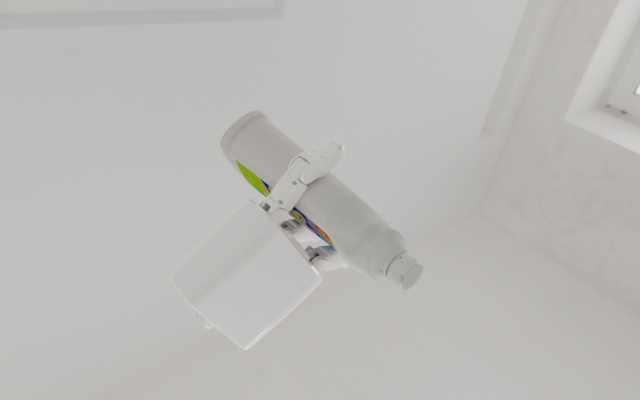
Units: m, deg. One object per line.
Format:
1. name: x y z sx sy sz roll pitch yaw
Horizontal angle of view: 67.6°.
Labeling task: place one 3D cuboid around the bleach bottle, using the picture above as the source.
1. bleach bottle: 0.000 0.002 0.494 0.250 0.068 0.103 38 -14 35
